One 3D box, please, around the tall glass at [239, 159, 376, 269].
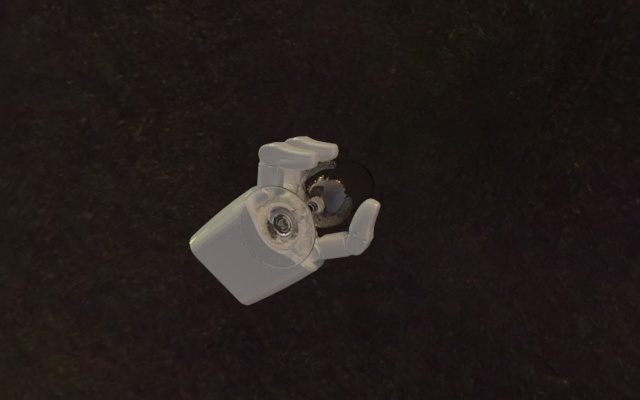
[{"bbox_3d":[0.000,0.002,0.498,0.079,0.079,0.201,0,13,24],"label":"tall glass"}]
